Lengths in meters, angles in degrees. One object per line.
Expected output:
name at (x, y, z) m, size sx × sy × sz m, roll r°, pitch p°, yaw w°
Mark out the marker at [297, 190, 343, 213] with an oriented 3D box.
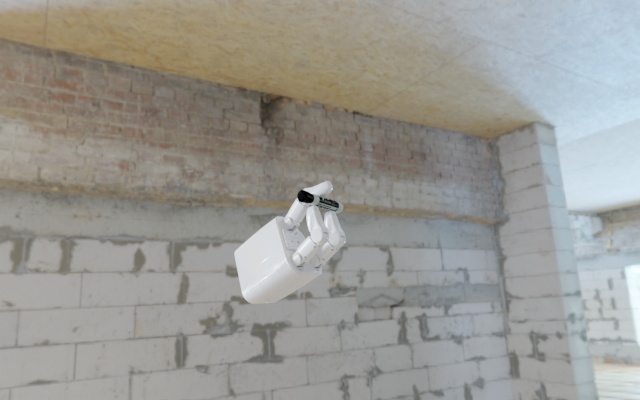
marker at (0.000, 0.002, 0.753) m, size 0.020 × 0.020 × 0.121 m, roll 0°, pitch -9°, yaw 31°
